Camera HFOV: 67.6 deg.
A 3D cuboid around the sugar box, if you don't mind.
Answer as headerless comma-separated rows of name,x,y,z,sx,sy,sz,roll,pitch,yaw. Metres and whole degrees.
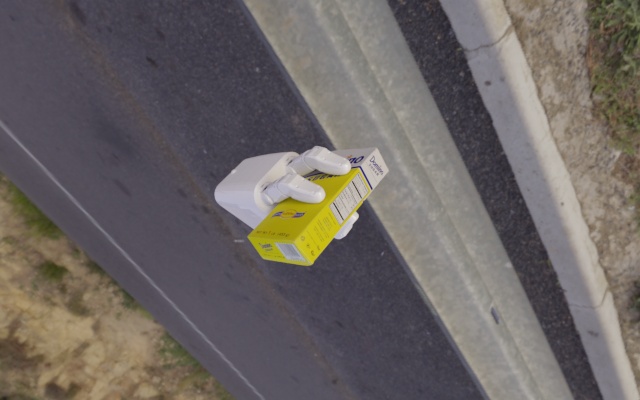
sugar box,0.000,0.002,0.594,0.093,0.048,0.176,1,43,46
